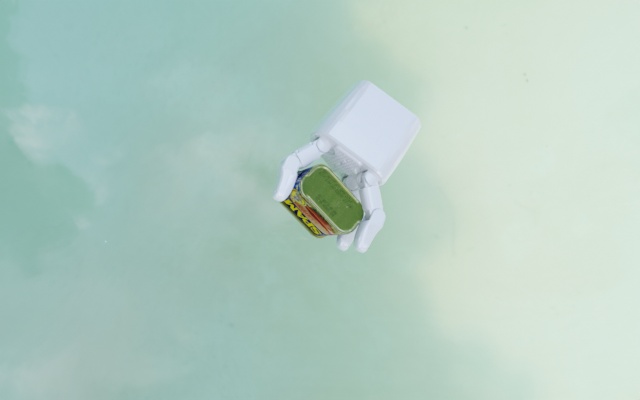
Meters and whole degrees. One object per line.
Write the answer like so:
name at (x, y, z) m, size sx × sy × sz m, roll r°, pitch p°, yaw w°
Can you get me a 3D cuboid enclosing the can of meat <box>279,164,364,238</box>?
can of meat at (0.000, 0.002, 0.637) m, size 0.102 × 0.057 × 0.084 m, roll 46°, pitch -21°, yaw -14°
